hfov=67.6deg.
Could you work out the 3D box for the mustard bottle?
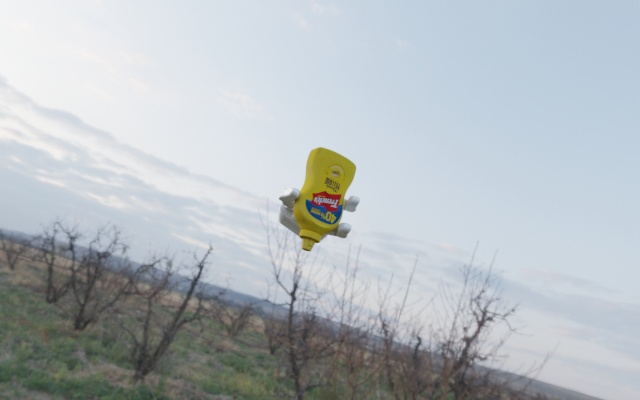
[{"bbox_3d":[0.000,0.003,0.897,0.096,0.191,0.058,26,-18,-27],"label":"mustard bottle"}]
